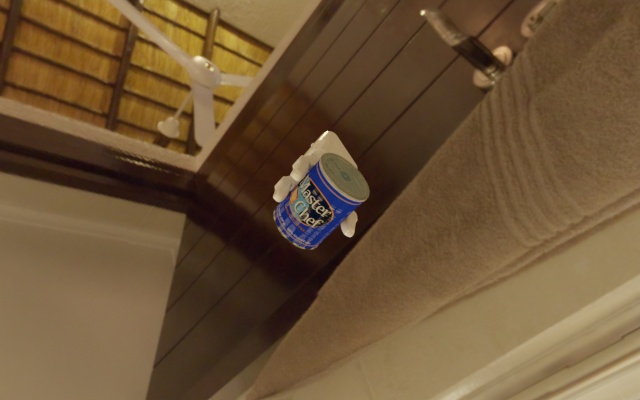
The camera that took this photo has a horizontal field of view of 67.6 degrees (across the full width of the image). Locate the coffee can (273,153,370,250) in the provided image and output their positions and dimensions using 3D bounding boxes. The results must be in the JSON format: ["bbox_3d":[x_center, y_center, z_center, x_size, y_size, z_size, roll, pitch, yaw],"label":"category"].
[{"bbox_3d":[0.000,0.003,0.817,0.103,0.102,0.140,0,-39,-51],"label":"coffee can"}]
